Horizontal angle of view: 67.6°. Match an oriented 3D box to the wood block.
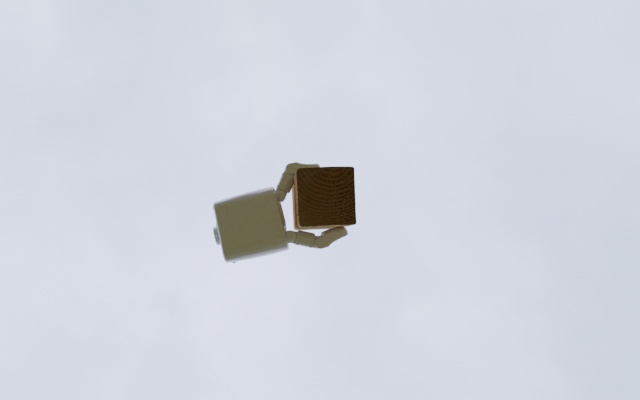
[{"bbox_3d":[0.000,0.002,0.816,0.090,0.091,0.206,-2,-4,-6],"label":"wood block"}]
